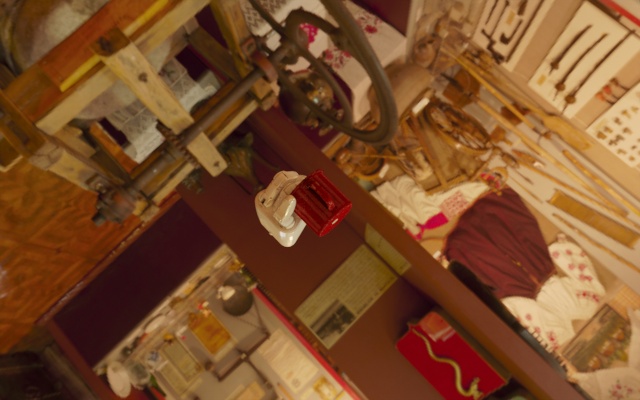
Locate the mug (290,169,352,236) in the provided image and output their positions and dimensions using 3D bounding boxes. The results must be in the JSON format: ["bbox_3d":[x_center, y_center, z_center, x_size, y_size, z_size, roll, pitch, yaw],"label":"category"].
[{"bbox_3d":[0.000,0.002,0.806,0.093,0.081,0.117,-42,-13,-16],"label":"mug"}]
